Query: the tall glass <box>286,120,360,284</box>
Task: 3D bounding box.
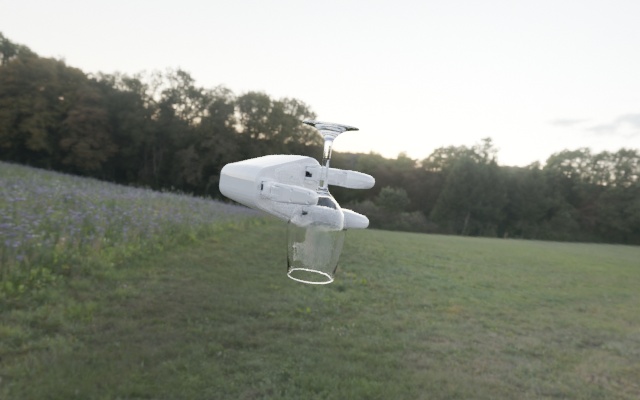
[{"bbox_3d":[0.000,0.001,0.618,0.079,0.201,0.079,8,4,-1],"label":"tall glass"}]
